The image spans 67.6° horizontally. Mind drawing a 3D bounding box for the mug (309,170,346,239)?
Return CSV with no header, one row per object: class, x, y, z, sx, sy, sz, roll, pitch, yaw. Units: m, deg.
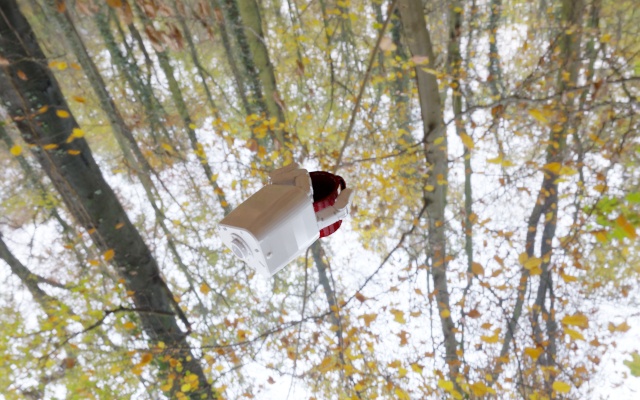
mug,0.001,0.002,0.803,0.093,0.082,0.117,23,50,38
